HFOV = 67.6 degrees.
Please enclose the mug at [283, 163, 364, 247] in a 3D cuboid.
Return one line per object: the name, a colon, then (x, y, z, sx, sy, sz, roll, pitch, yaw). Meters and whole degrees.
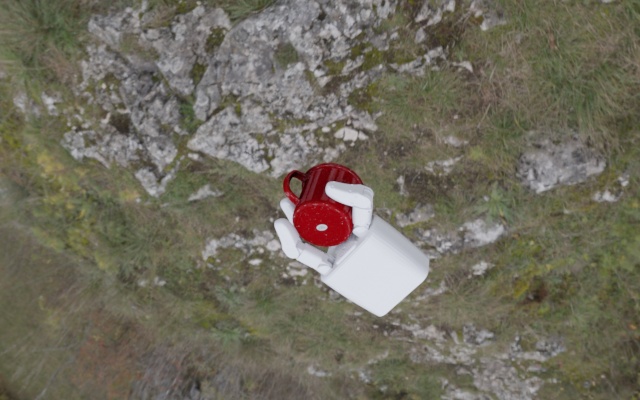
mug: (-0.001, 0.001, 0.650, 0.117, 0.081, 0.093, 35, -51, -14)
